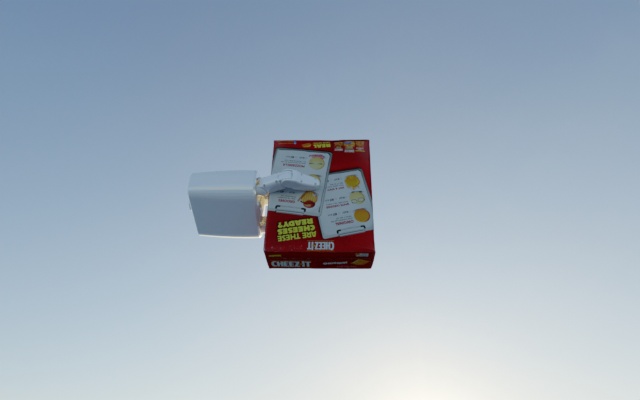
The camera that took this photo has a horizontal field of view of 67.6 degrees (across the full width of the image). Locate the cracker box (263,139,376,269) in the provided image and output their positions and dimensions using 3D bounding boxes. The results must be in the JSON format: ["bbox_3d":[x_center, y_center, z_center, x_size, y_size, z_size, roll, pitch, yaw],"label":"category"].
[{"bbox_3d":[0.000,0.002,0.769,0.164,0.213,0.072,0,-33,2],"label":"cracker box"}]
